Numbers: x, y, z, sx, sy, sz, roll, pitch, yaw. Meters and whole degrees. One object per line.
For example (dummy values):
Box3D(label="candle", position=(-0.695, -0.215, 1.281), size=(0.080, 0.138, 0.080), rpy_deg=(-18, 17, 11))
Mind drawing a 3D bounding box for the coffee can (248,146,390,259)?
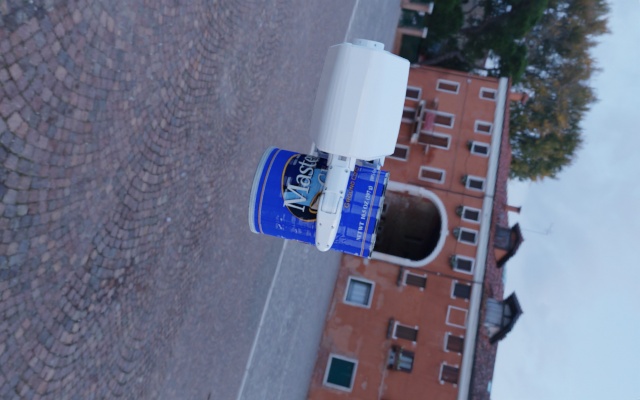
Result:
Box3D(label="coffee can", position=(0.000, 0.002, 0.548), size=(0.140, 0.103, 0.103), rpy_deg=(13, 1, 7))
